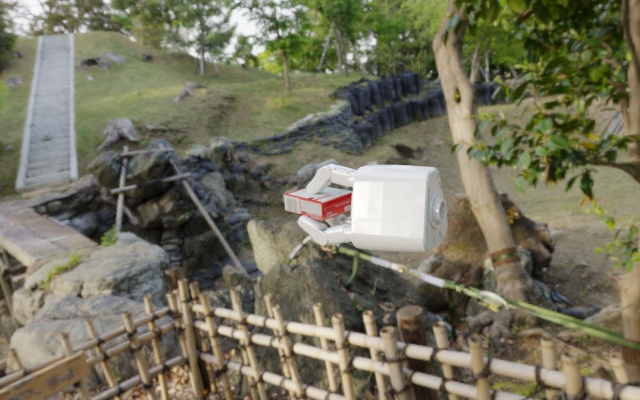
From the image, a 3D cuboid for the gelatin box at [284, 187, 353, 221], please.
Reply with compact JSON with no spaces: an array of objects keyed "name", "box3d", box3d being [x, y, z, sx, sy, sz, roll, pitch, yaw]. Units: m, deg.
[{"name":"gelatin box","box3d":[0.000,0.002,0.728,0.073,0.030,0.089,-17,21,-42]}]
